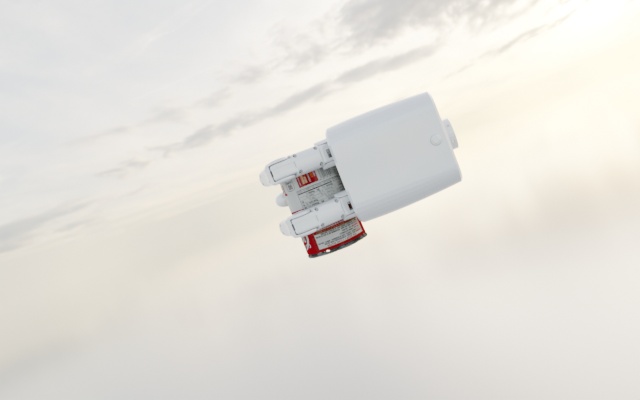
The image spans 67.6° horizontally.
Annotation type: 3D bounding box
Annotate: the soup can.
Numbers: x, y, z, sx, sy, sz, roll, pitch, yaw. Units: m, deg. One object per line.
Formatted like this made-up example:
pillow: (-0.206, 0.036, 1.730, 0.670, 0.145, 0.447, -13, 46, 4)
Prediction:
soup can: (0.000, 0.002, 0.508, 0.068, 0.102, 0.068, -22, 2, 1)
